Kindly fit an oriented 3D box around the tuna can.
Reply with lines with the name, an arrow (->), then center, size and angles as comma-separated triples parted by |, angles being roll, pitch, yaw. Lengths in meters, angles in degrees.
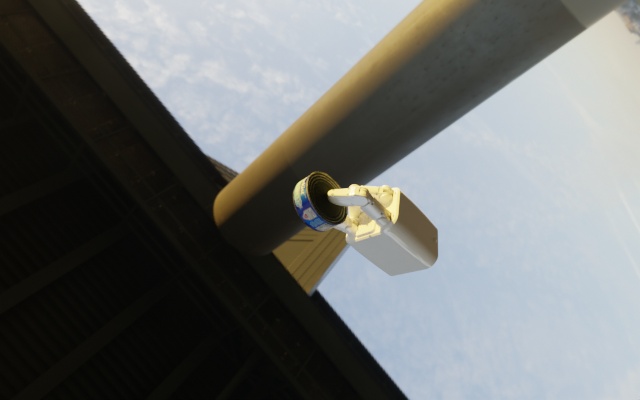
tuna can -> 0.000, 0.003, 0.709 | 0.034, 0.086, 0.086 | -30, -19, 35
